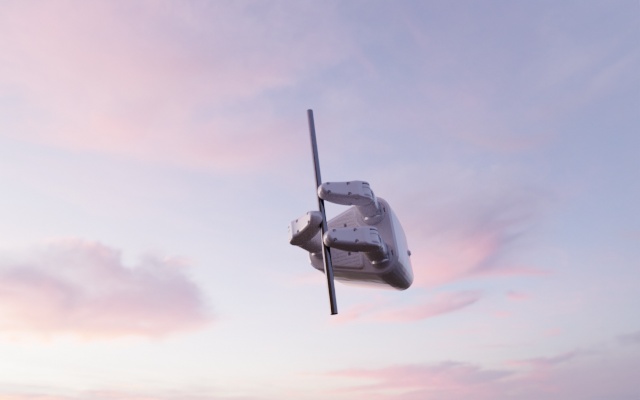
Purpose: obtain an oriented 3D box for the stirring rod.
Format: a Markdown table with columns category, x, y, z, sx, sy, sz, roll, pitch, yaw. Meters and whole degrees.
| category | x | y | z | sx | sy | sz | roll | pitch | yaw |
| --- | --- | --- | --- | --- | --- | --- | --- | --- | --- |
| stirring rod | 0.000 | 0.002 | 0.509 | 0.011 | 0.239 | 0.011 | -6 | -26 | -3 |
